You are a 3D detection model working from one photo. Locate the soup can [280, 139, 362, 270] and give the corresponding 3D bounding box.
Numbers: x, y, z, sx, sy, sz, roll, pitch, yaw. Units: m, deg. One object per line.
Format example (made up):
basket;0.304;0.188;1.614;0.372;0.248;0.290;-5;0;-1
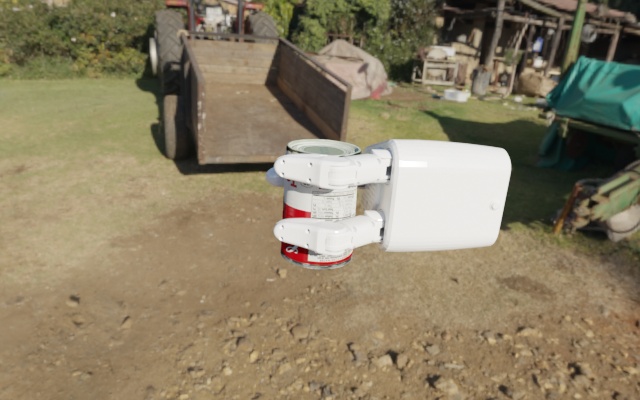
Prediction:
soup can;0.000;0.001;0.429;0.068;0.102;0.068;4;18;-1
